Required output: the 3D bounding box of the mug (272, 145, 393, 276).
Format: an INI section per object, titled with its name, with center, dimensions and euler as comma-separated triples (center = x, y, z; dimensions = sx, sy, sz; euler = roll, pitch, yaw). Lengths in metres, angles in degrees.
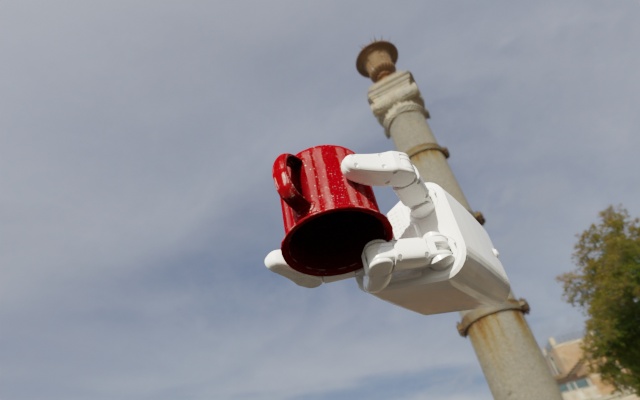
[mug]
center = -0.001, 0.001, 0.406
dimensions = 0.093, 0.081, 0.117
euler = -34, -45, 23
